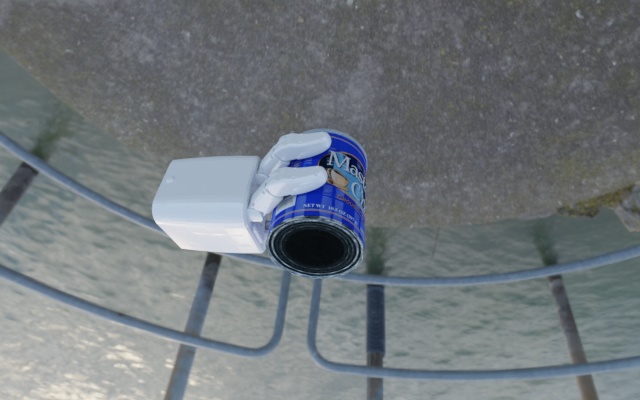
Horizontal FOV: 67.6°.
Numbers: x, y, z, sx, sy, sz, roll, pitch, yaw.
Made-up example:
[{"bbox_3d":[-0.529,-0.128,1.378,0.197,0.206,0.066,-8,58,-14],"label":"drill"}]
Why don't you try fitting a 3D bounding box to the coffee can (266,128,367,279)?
[{"bbox_3d":[0.000,0.002,0.539,0.103,0.140,0.103,4,-44,3],"label":"coffee can"}]
